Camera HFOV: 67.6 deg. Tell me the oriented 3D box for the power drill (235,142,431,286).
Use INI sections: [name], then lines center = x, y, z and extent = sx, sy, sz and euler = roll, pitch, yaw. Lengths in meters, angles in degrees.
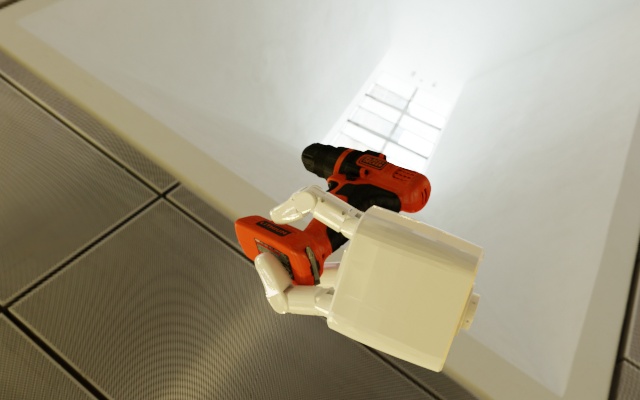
[power drill]
center = 0.000, 0.002, 0.530
extent = 0.184, 0.057, 0.187
euler = 22, 49, 41
